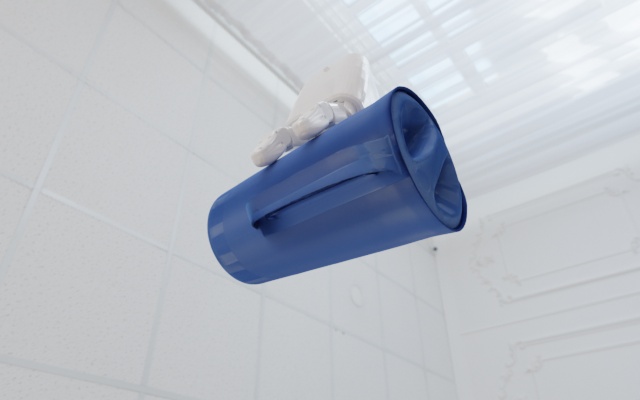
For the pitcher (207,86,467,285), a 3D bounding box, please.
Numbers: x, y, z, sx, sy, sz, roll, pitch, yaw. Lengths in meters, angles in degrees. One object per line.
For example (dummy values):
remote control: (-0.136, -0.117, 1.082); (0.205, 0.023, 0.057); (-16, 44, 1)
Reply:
pitcher: (0.000, 0.001, 0.457); (0.243, 0.145, 0.149); (-24, -55, 31)
